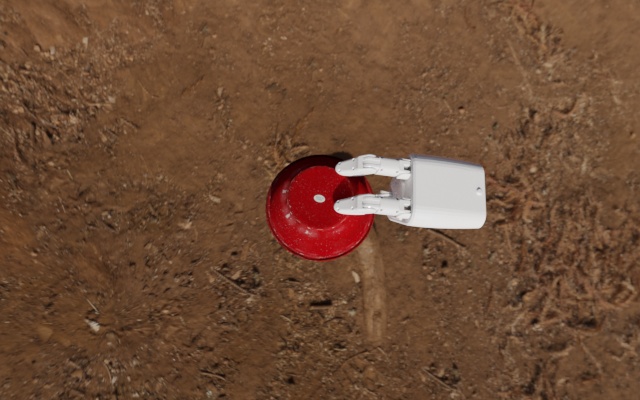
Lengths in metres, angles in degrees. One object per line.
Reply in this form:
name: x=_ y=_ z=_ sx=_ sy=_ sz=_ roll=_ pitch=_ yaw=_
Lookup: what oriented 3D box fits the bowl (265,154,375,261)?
bowl: x=-0.001 y=0.002 z=0.675 sx=0.162 sy=0.162 sz=0.055 roll=0 pitch=-15 yaw=0
